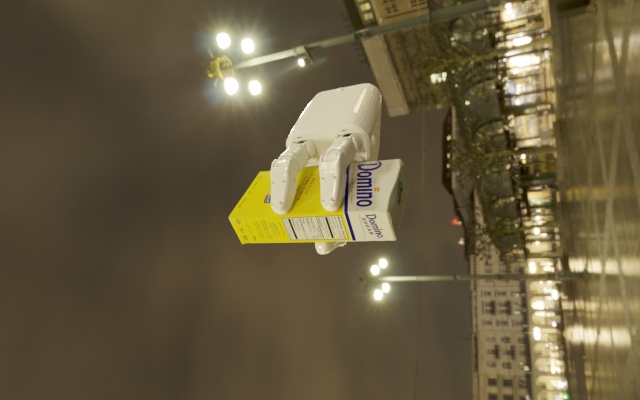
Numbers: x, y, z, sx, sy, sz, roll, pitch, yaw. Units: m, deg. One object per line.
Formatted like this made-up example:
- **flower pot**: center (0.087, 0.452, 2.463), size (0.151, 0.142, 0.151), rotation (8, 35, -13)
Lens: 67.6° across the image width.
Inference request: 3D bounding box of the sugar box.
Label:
- **sugar box**: center (0.000, 0.001, 0.514), size (0.176, 0.048, 0.093), rotation (-6, 35, 24)
